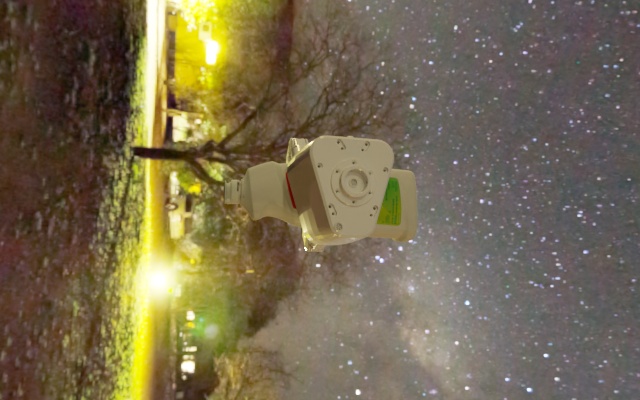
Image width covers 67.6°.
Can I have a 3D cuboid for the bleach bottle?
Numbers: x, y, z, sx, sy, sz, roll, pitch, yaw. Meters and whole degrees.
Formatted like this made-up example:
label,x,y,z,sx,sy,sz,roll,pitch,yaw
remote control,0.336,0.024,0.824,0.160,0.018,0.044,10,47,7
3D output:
label,x,y,z,sx,sy,sz,roll,pitch,yaw
bleach bottle,0.000,0.002,0.632,0.251,0.102,0.068,2,-8,-14
